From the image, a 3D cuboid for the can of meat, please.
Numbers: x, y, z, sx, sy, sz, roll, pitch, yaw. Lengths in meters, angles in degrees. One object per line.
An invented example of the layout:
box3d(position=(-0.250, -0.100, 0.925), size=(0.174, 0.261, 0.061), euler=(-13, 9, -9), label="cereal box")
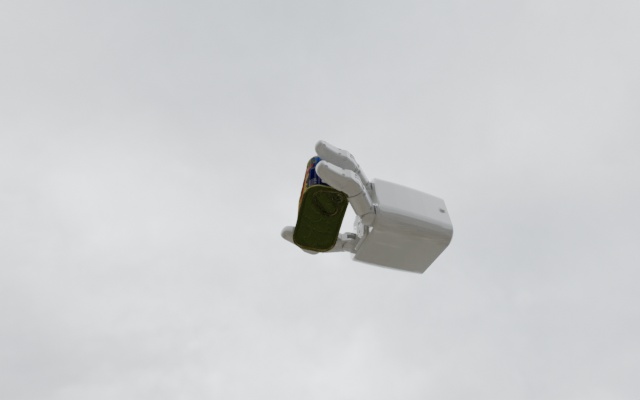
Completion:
box3d(position=(0.000, 0.002, 0.633), size=(0.057, 0.102, 0.084), euler=(11, 34, -6), label="can of meat")
